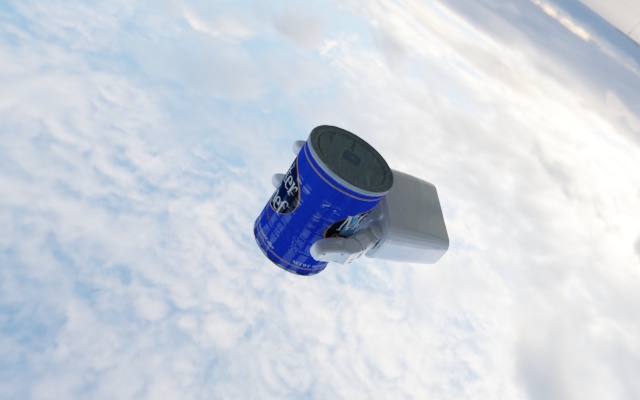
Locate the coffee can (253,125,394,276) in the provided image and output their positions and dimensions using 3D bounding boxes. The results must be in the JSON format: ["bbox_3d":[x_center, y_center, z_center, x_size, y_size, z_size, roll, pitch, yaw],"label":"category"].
[{"bbox_3d":[0.000,0.002,0.534,0.103,0.102,0.140,0,-43,-42],"label":"coffee can"}]
